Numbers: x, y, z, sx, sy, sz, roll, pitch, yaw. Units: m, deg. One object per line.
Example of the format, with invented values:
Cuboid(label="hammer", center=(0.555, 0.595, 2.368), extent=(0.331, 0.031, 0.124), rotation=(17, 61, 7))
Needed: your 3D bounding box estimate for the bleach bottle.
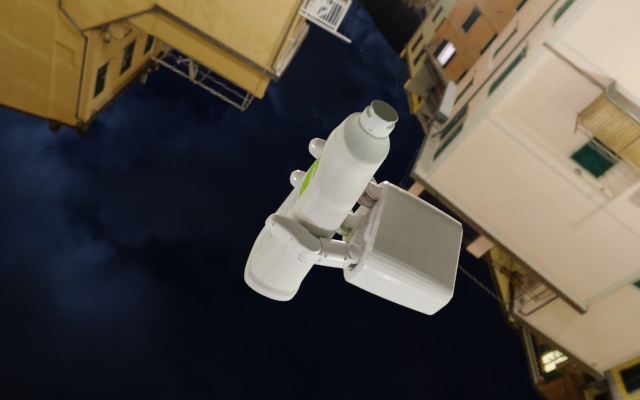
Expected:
Cuboid(label="bleach bottle", center=(0.000, 0.002, 0.502), extent=(0.068, 0.102, 0.251), rotation=(26, -48, -12))
